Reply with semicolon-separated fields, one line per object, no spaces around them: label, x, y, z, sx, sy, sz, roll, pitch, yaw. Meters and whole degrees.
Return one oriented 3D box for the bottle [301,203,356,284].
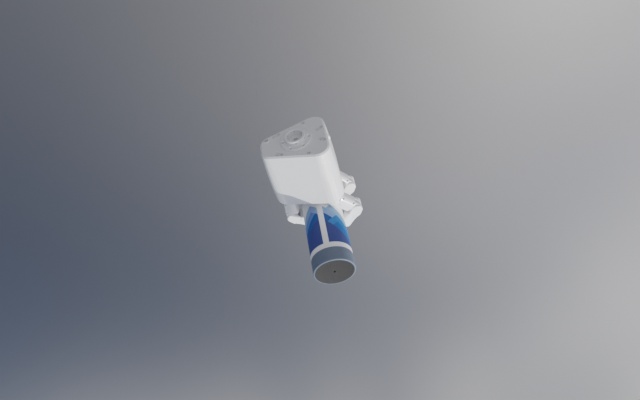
bottle;0.000;0.003;0.825;0.069;0.295;0.069;-6;-43;-6
